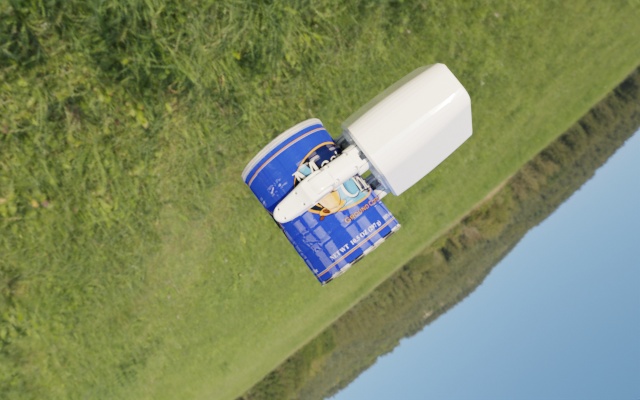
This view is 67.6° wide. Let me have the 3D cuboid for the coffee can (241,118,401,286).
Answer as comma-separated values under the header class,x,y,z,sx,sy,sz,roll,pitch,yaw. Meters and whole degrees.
class,x,y,z,sx,sy,sz,roll,pitch,yaw
coffee can,0.000,0.002,0.495,0.103,0.140,0.103,-37,-6,-4
